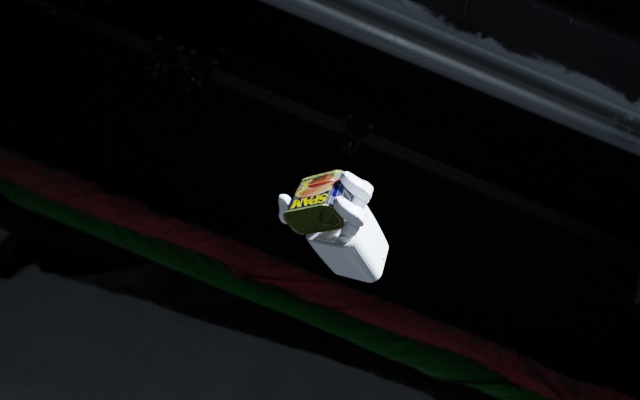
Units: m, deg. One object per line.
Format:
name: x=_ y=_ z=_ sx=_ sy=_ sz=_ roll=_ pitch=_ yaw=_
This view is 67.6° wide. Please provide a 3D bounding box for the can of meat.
can of meat: x=0.000 y=0.002 z=0.781 sx=0.102 sy=0.084 sz=0.057 roll=-12 pitch=-50 yaw=34
